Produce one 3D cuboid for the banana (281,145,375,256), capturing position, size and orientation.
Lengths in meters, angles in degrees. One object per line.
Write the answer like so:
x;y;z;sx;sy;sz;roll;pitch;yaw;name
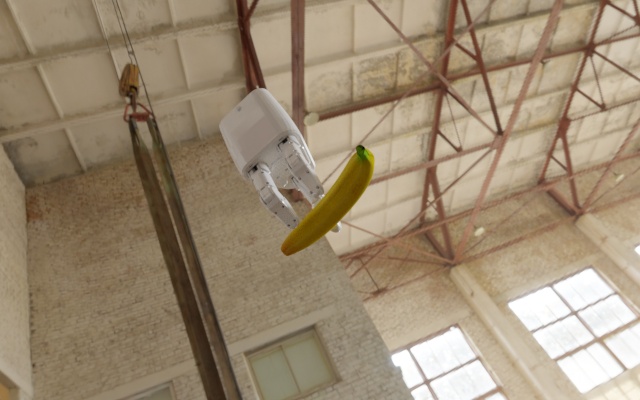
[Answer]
0.015;-0.001;0.611;0.069;0.037;0.198;-2;-43;-43;banana
